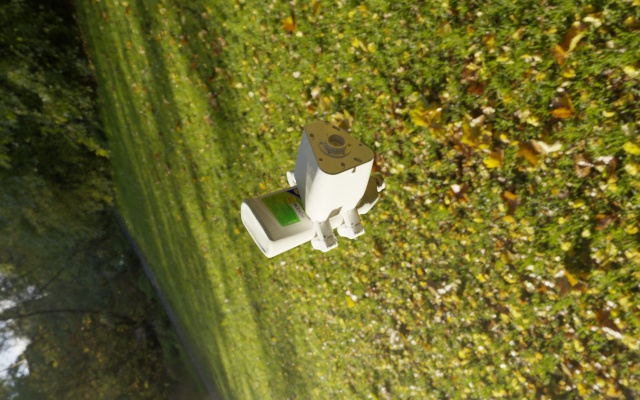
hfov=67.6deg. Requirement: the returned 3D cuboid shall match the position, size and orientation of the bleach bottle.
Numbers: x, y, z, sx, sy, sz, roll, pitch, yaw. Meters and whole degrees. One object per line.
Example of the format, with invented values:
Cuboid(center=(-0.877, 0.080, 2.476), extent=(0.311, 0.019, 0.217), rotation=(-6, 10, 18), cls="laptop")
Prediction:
Cuboid(center=(0.000, 0.003, 0.806), extent=(0.251, 0.102, 0.068), rotation=(-23, -31, -27), cls="bleach bottle")
